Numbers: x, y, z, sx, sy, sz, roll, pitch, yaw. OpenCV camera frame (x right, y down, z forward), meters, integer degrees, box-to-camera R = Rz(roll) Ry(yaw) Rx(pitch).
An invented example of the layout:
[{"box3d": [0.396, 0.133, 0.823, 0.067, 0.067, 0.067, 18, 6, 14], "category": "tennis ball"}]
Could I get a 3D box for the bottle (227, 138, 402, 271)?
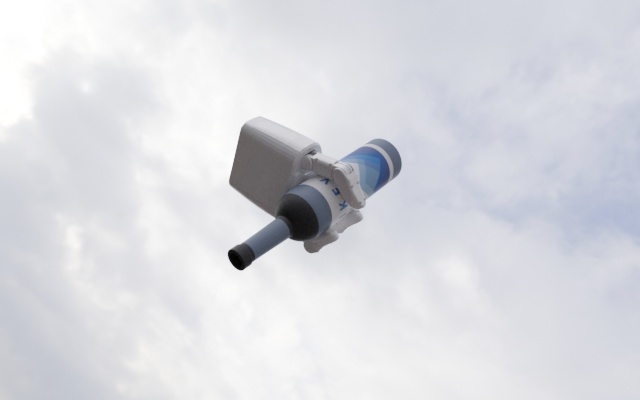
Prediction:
[{"box3d": [0.000, 0.002, 0.614, 0.069, 0.069, 0.295, 0, 25, 44], "category": "bottle"}]
